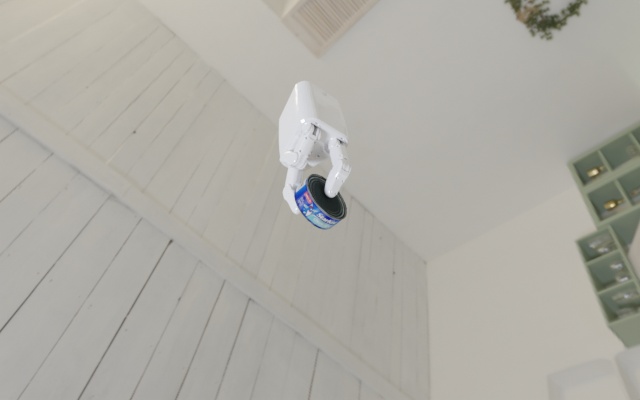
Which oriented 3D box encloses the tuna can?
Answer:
[{"bbox_3d":[0.000,0.003,0.746,0.034,0.086,0.086,-39,-21,28],"label":"tuna can"}]
